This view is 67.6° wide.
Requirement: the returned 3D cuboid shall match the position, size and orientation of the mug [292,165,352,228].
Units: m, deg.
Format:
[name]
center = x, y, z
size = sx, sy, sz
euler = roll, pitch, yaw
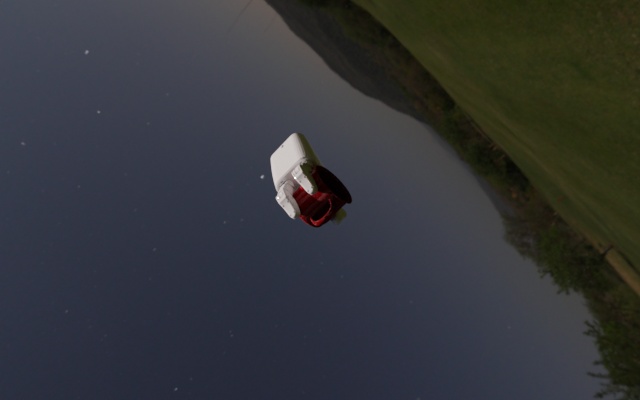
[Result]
[mug]
center = 0.000, 0.004, 0.876
size = 0.093, 0.081, 0.117
euler = 35, 22, -32
